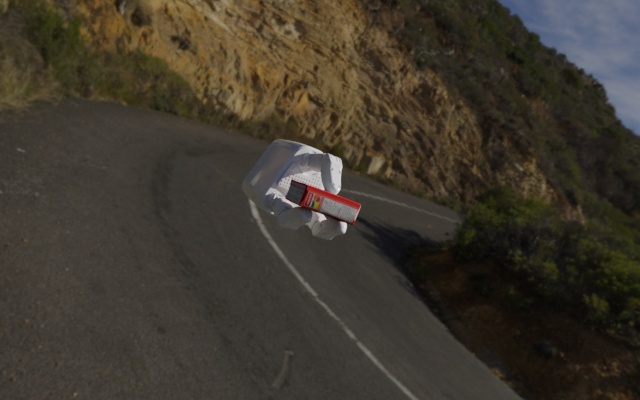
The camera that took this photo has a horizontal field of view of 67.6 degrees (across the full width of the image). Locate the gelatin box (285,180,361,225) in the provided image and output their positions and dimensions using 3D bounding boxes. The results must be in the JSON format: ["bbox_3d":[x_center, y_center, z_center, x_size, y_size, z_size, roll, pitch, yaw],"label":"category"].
[{"bbox_3d":[0.000,0.002,0.603,0.073,0.030,0.089,21,0,-17],"label":"gelatin box"}]
